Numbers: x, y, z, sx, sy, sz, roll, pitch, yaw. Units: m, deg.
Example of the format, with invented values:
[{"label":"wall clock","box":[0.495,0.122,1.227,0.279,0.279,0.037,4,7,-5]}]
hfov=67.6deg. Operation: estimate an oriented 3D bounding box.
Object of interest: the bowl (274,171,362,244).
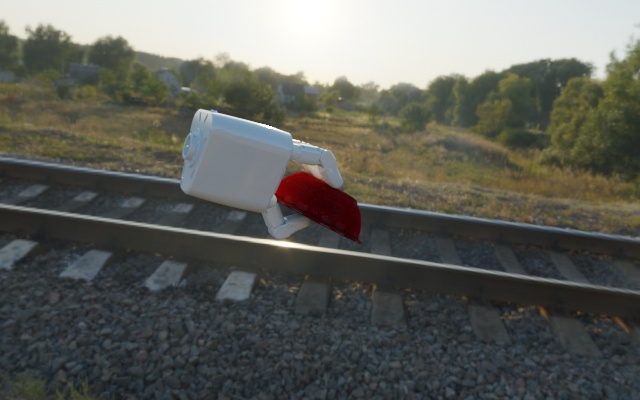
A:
[{"label":"bowl","box":[0.001,0.002,0.699,0.162,0.055,0.162,28,-1,0]}]
